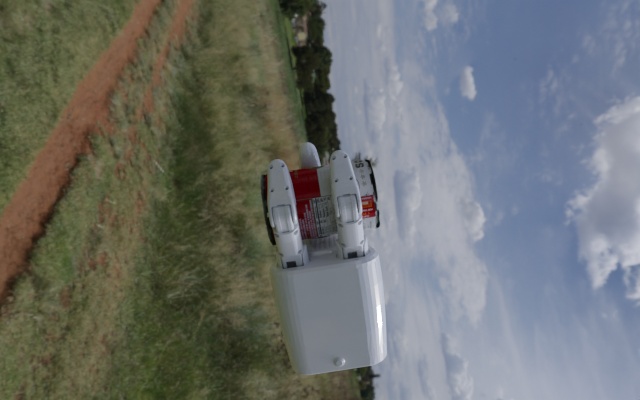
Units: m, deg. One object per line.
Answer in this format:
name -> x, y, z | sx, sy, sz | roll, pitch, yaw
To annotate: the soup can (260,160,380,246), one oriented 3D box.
soup can -> 0.000, 0.001, 0.449 | 0.102, 0.068, 0.068 | -9, 0, 0
